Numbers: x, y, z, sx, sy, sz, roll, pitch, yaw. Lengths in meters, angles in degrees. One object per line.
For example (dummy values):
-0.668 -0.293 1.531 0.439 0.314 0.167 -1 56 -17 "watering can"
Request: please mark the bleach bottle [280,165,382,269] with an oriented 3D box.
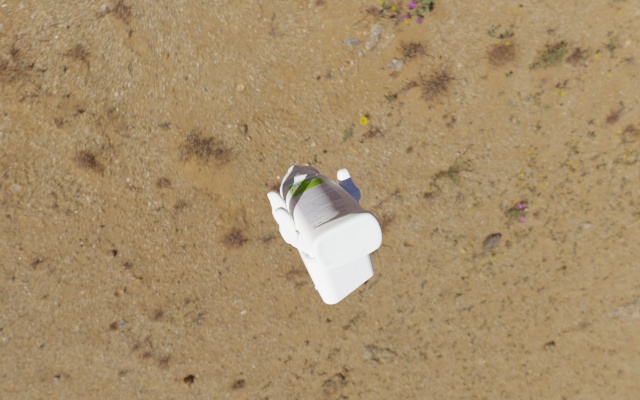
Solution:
0.000 0.002 0.746 0.102 0.068 0.250 -24 32 -6 "bleach bottle"
